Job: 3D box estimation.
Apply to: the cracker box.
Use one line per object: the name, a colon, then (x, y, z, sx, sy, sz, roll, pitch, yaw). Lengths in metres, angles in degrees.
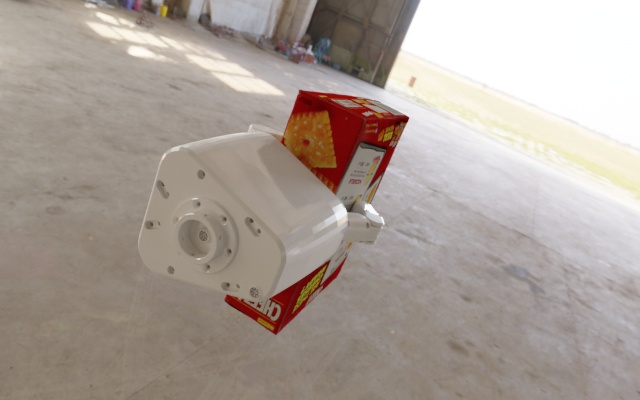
cracker box: (0.000, 0.002, 0.480, 0.072, 0.214, 0.164, 28, 20, 15)
